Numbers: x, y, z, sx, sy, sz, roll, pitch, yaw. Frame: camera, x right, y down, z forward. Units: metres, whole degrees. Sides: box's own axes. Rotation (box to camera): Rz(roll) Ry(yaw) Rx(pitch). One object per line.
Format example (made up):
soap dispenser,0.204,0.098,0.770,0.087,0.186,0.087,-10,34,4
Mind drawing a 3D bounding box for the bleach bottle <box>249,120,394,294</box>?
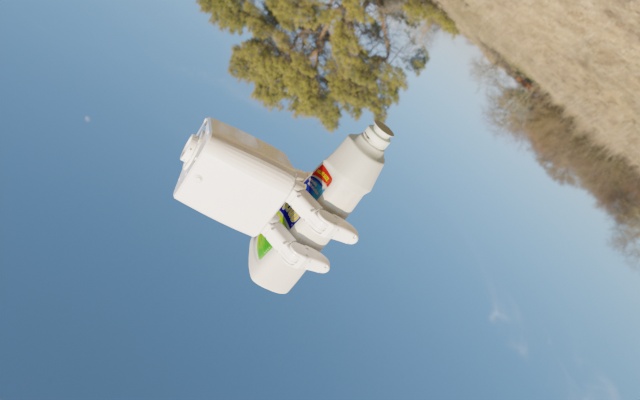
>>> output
bleach bottle,0.000,0.002,0.592,0.068,0.251,0.102,27,29,-22
